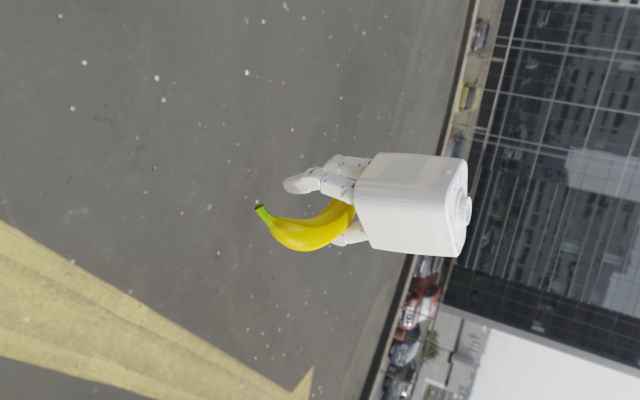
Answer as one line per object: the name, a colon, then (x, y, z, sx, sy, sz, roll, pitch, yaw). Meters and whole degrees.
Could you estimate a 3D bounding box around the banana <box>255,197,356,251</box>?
banana: (0.001, 0.021, 0.591, 0.037, 0.069, 0.198, -6, 6, 35)
